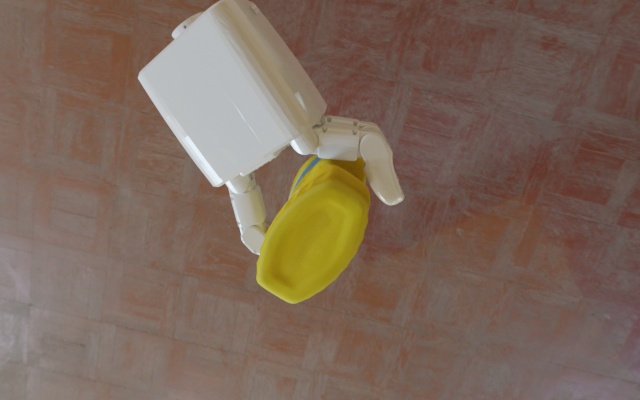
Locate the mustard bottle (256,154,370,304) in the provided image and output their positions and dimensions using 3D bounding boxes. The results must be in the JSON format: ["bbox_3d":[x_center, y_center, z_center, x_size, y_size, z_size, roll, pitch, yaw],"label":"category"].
[{"bbox_3d":[0.000,0.002,0.400,0.058,0.096,0.191,32,17,-6],"label":"mustard bottle"}]
